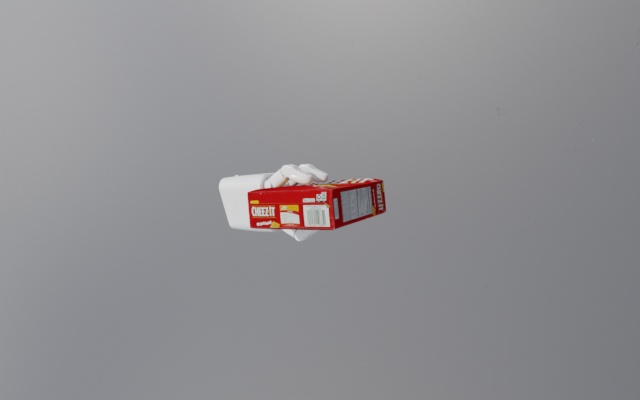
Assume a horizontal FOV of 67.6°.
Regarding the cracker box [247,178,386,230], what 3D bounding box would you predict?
[{"bbox_3d":[0.000,0.003,0.849,0.164,0.072,0.213,-1,6,30],"label":"cracker box"}]
